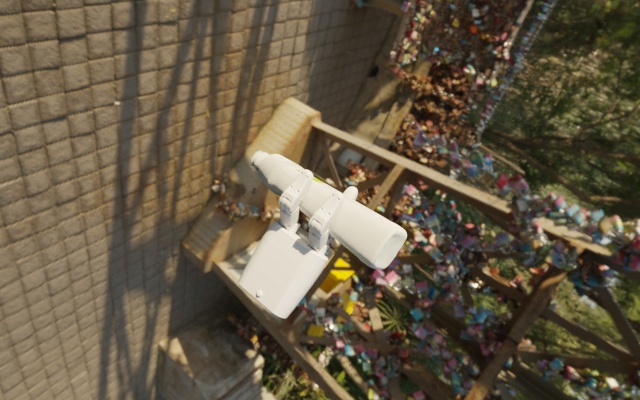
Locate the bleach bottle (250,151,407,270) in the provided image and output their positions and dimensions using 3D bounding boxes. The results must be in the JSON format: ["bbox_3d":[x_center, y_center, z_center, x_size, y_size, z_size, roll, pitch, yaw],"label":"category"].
[{"bbox_3d":[0.000,0.002,0.696,0.250,0.068,0.102,35,4,23],"label":"bleach bottle"}]
